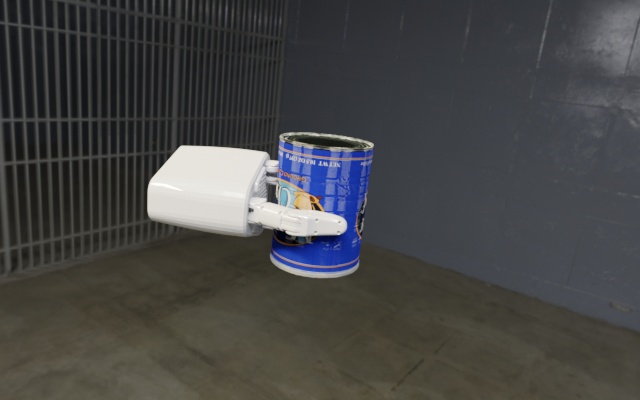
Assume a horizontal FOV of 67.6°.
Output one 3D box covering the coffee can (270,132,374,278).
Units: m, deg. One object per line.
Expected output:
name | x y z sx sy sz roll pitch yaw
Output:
coffee can | 0.000 0.002 0.532 0.103 0.140 0.102 6 15 -1
